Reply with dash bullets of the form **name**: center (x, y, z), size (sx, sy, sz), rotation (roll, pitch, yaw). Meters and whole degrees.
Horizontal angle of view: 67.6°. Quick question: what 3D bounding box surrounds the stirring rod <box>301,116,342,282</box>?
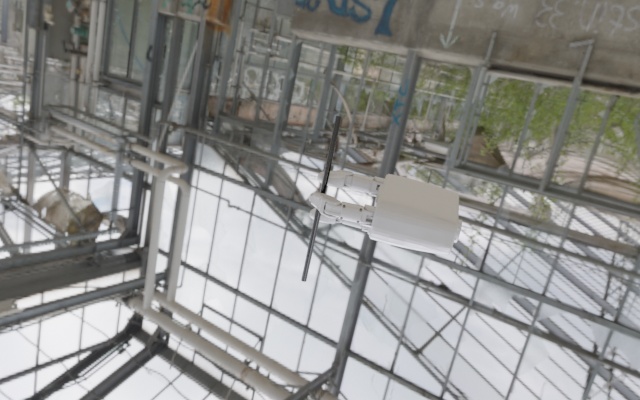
- **stirring rod**: center (0.000, 0.002, 0.665), size (0.011, 0.239, 0.011), rotation (11, 14, -3)
